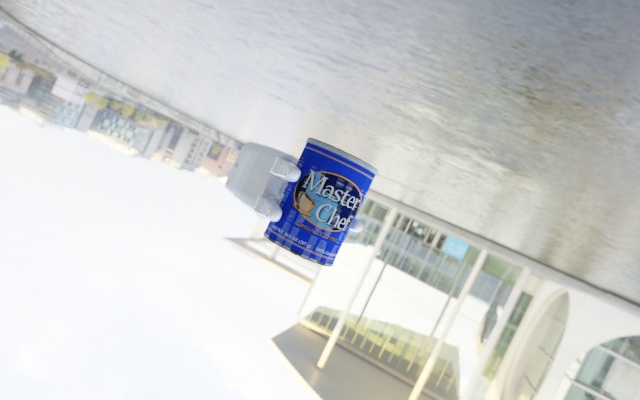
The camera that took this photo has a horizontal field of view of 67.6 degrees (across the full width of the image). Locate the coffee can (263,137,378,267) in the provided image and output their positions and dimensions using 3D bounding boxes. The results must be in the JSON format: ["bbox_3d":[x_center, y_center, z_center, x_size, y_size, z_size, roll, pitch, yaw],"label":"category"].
[{"bbox_3d":[0.000,0.002,0.630,0.103,0.140,0.103,25,2,-1],"label":"coffee can"}]
